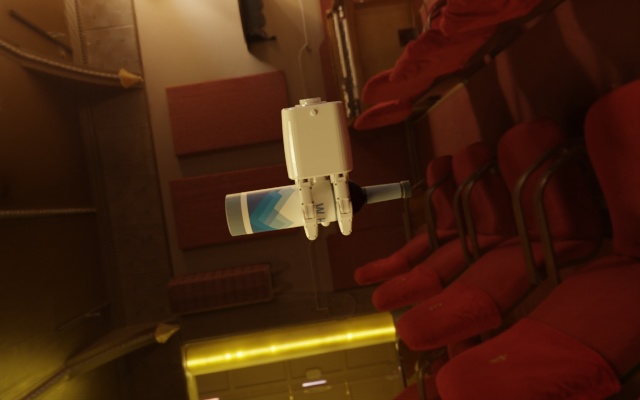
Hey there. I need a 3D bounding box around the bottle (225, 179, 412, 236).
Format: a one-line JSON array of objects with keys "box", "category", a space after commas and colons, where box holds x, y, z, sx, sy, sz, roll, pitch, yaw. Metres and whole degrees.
[{"box": [0.000, 0.003, 0.770, 0.296, 0.069, 0.069, -8, 0, -2], "category": "bottle"}]
